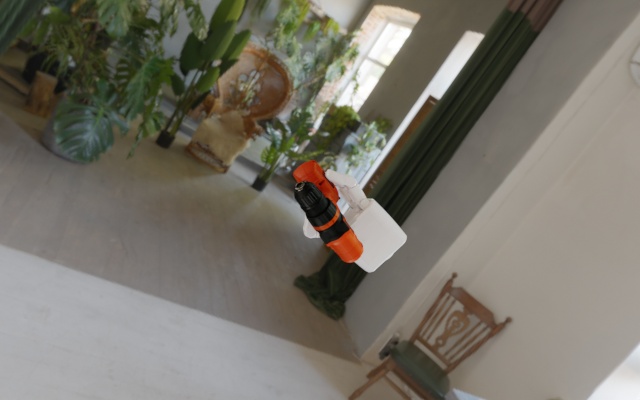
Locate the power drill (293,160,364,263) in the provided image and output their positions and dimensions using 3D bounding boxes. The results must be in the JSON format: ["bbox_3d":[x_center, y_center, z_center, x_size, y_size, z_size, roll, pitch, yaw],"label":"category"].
[{"bbox_3d":[0.000,0.003,0.856,0.057,0.184,0.187,-30,33,8],"label":"power drill"}]
